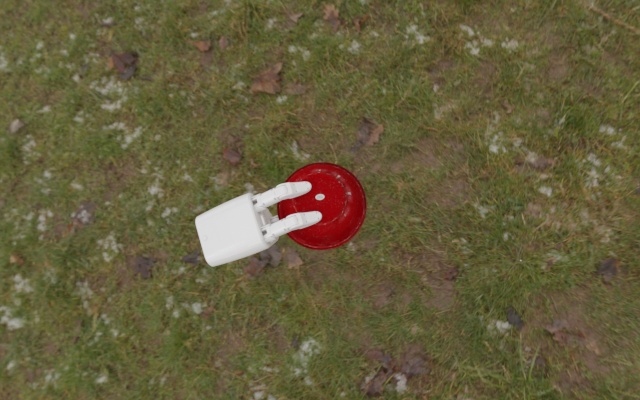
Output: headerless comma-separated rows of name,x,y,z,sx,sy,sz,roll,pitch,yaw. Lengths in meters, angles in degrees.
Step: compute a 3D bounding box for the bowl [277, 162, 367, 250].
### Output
bowl,0.001,0.002,0.828,0.162,0.162,0.055,0,-14,4
